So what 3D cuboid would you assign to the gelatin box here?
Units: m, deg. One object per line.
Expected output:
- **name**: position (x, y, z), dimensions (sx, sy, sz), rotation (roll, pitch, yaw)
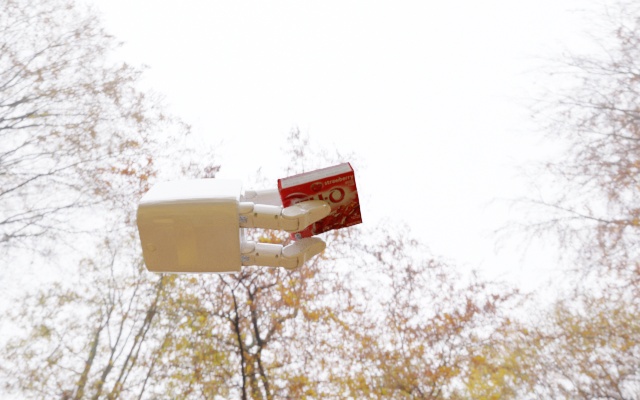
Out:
- **gelatin box**: position (0.000, 0.002, 0.556), dimensions (0.089, 0.073, 0.030), rotation (-14, 31, -3)
